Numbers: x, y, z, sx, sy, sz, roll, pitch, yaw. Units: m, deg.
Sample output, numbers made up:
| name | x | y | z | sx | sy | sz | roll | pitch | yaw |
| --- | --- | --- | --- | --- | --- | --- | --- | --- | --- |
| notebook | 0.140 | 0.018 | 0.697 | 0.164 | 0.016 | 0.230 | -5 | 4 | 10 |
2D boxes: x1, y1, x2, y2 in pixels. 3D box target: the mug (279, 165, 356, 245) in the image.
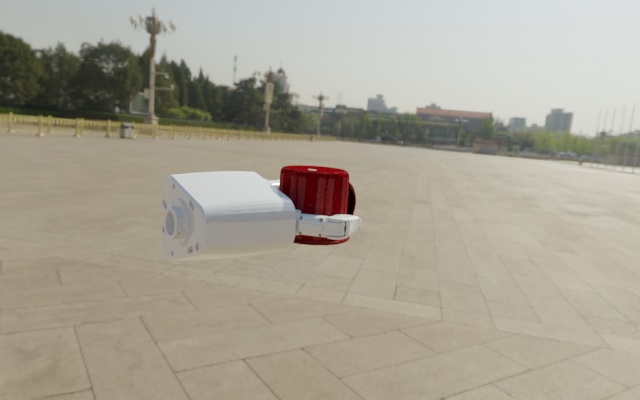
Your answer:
| name | x | y | z | sx | sy | sz | roll | pitch | yaw |
| --- | --- | --- | --- | --- | --- | --- | --- | --- | --- |
| mug | 0.001 | 0.002 | 0.574 | 0.117 | 0.081 | 0.093 | -4 | 12 | -40 |
